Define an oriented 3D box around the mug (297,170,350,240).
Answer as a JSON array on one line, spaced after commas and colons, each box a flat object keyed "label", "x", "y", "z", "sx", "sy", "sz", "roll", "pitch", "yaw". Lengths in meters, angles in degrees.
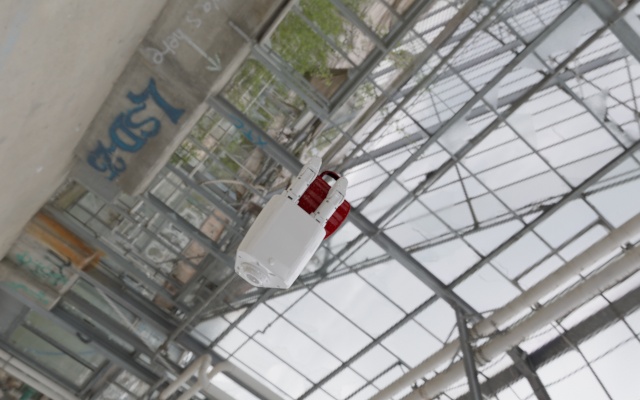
[{"label": "mug", "x": 0.001, "y": 0.002, "z": 0.788, "sx": 0.081, "sy": 0.117, "sz": 0.093, "roll": 41, "pitch": -30, "yaw": -11}]
